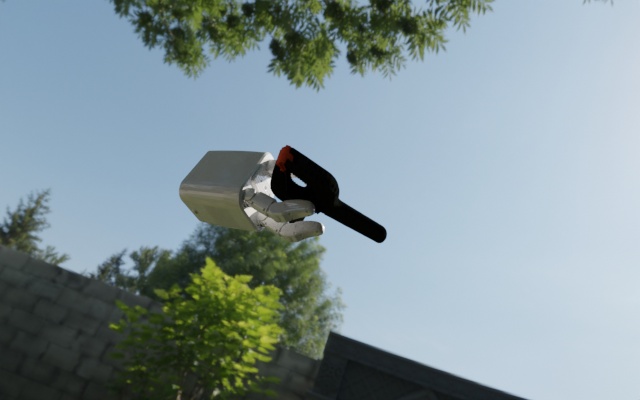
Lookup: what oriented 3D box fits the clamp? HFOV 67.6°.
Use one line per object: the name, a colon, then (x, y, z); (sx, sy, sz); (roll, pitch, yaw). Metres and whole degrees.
clamp: (0.000, 0.001, 0.657); (0.164, 0.036, 0.210); (3, -33, 19)
